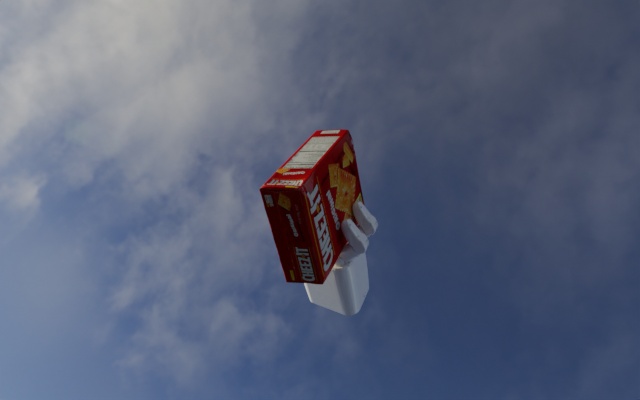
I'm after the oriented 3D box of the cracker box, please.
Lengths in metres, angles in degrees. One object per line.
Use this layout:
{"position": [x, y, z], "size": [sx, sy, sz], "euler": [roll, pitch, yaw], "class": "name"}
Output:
{"position": [0.000, 0.002, 0.754], "size": [0.072, 0.164, 0.213], "euler": [0, 29, 24], "class": "cracker box"}
